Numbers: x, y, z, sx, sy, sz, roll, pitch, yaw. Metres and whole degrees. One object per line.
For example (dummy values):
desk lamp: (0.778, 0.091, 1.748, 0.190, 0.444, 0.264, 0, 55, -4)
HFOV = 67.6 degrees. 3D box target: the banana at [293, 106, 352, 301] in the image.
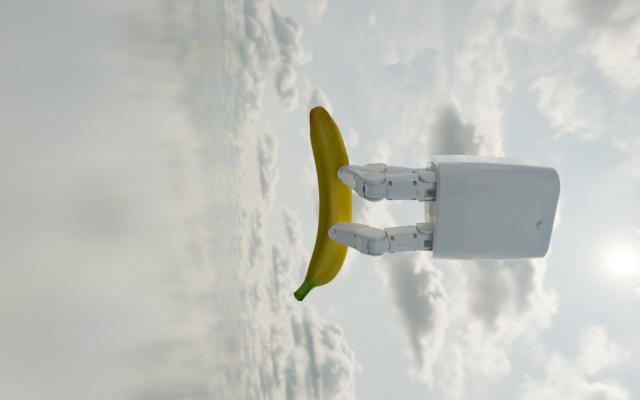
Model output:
banana: (0.009, 0.004, 0.499, 0.037, 0.198, 0.069, 6, 6, 28)
